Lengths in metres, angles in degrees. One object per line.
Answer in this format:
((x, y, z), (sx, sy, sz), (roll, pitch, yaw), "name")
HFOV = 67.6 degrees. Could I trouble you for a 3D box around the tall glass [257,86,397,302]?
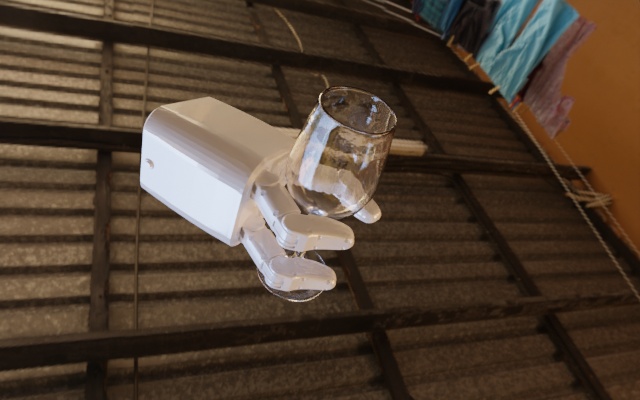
((0.000, 0.002, 0.419), (0.079, 0.079, 0.201), (0, -44, -24), "tall glass")
